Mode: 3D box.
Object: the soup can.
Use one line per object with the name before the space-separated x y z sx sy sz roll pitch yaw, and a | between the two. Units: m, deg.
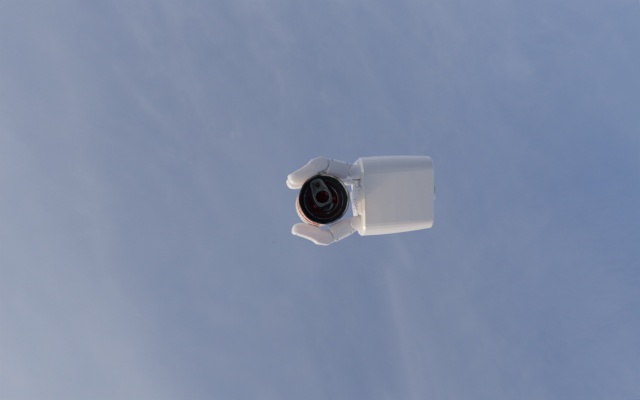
soup can | 0.000 0.002 0.677 0.068 0.068 0.102 0 -5 -5
